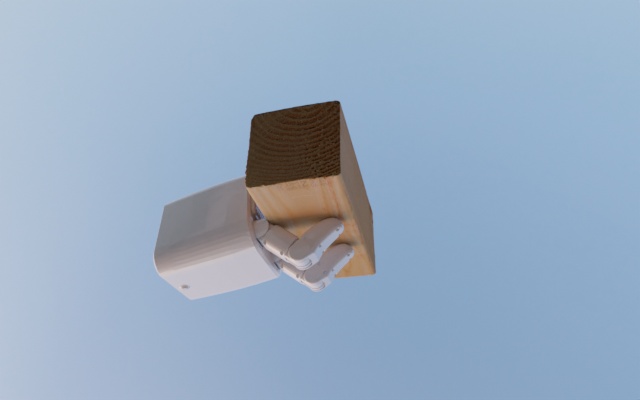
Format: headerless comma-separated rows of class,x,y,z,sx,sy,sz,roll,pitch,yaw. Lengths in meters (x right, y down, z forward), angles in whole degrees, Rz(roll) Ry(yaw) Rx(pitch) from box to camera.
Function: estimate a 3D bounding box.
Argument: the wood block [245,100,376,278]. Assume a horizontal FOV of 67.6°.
wood block,0.000,0.002,0.517,0.090,0.090,0.206,-8,-34,11
